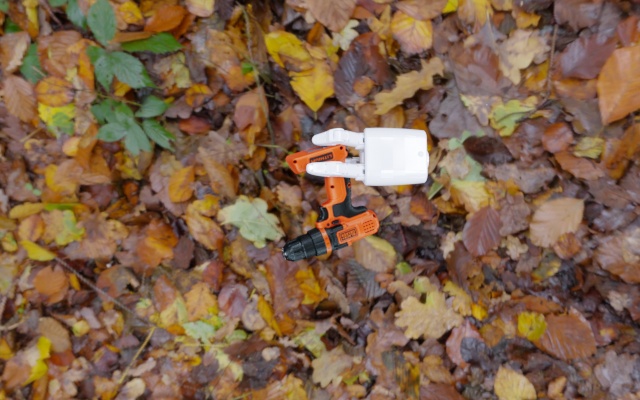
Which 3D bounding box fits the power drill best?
[{"bbox_3d":[0.000,0.002,0.843,0.184,0.188,0.057,-20,17,-15],"label":"power drill"}]
